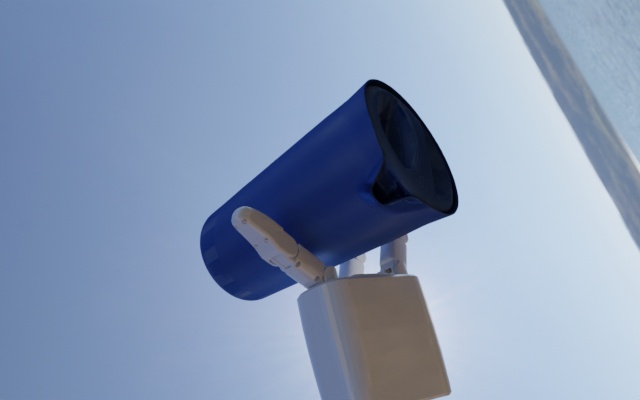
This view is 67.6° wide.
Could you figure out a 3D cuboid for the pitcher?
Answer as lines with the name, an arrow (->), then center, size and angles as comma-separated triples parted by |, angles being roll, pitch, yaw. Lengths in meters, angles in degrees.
pitcher -> 0.000, 0.002, 0.469 | 0.243, 0.145, 0.149 | -32, -31, 31
